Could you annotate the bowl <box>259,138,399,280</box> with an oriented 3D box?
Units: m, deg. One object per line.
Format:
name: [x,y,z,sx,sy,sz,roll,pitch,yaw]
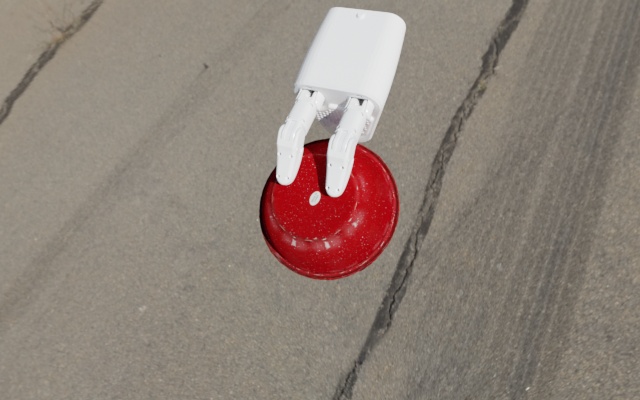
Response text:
bowl: [0.000,0.003,0.508,0.162,0.162,0.055,0,-13,16]
